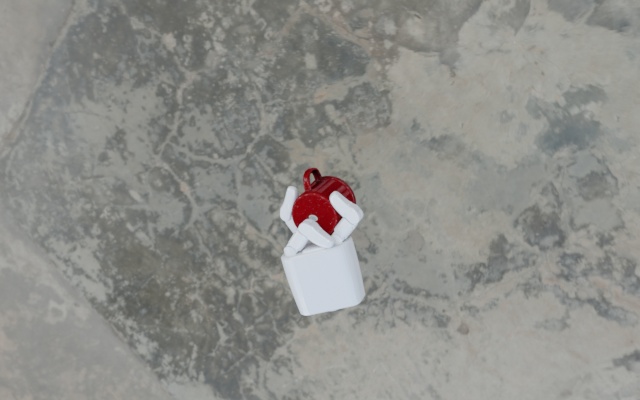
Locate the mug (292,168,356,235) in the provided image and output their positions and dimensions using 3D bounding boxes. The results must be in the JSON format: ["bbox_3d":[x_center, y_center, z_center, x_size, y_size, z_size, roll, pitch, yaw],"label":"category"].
[{"bbox_3d":[0.000,0.001,0.791,0.093,0.117,0.081,-12,13,25],"label":"mug"}]
